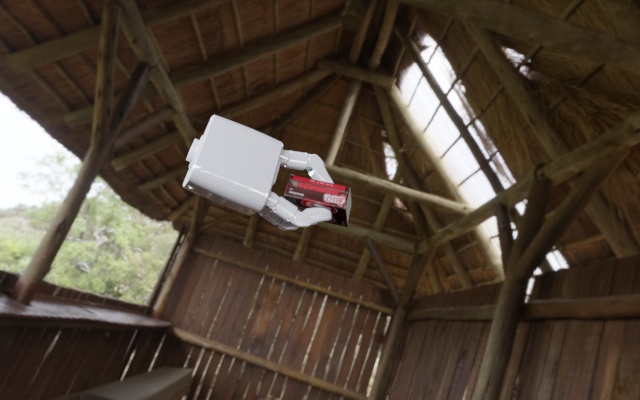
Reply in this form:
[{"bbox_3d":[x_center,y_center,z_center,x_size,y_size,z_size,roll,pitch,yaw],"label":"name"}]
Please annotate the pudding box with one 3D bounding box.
[{"bbox_3d":[0.000,0.002,0.718,0.090,0.039,0.113,14,-13,9],"label":"pudding box"}]
